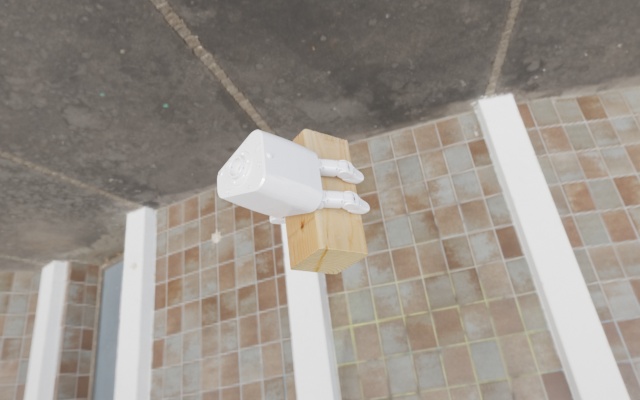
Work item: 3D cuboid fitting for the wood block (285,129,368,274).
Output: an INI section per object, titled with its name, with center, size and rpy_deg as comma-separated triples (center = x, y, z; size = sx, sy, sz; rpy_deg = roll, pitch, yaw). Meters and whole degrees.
[wood block]
center = 0.000, 0.003, 0.763
size = 0.090, 0.206, 0.091
rpy_deg = 11, -32, -32
